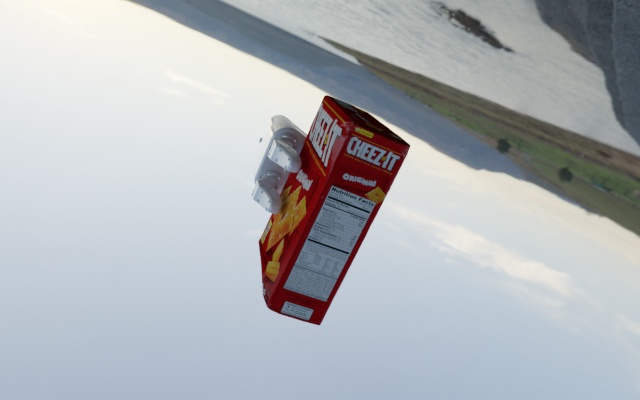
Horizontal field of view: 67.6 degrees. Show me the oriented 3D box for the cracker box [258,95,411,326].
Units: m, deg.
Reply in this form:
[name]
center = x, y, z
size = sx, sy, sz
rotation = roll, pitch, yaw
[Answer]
[cracker box]
center = 0.000, 0.002, 0.538
size = 0.072, 0.214, 0.164
rotation = 20, 16, -17
